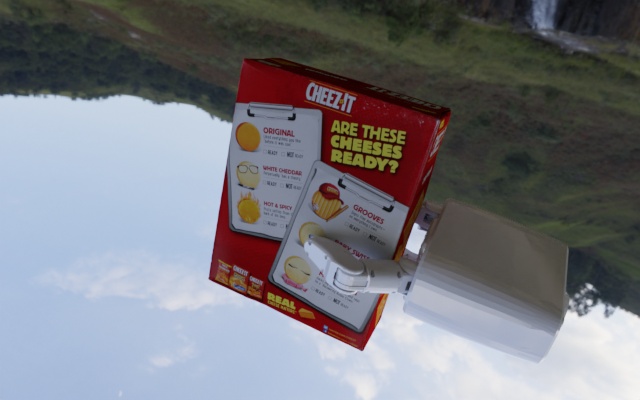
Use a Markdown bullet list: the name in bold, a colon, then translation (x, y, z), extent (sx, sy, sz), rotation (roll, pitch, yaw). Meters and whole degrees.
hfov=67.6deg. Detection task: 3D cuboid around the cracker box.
- **cracker box**: translation (0.000, 0.002, 0.420), extent (0.164, 0.214, 0.072), rotation (21, 24, 16)
